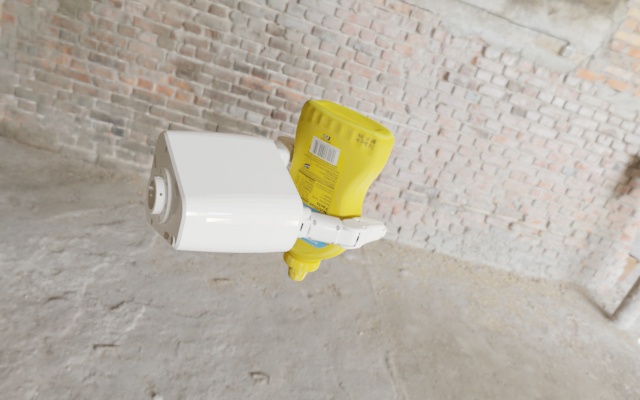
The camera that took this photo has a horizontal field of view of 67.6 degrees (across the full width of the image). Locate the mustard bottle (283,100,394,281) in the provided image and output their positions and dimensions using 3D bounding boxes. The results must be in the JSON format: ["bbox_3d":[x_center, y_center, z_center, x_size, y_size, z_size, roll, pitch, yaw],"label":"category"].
[{"bbox_3d":[0.000,0.001,0.492,0.096,0.192,0.058,31,26,26],"label":"mustard bottle"}]
